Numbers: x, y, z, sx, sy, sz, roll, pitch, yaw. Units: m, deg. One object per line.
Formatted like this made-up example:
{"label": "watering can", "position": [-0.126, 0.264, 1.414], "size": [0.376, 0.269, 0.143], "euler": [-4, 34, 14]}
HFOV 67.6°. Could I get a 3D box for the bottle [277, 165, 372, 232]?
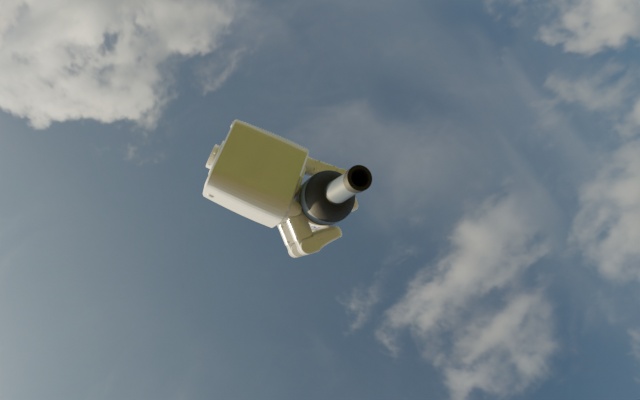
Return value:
{"label": "bottle", "position": [0.000, 0.002, 0.624], "size": [0.069, 0.069, 0.296], "euler": [0, -10, -16]}
